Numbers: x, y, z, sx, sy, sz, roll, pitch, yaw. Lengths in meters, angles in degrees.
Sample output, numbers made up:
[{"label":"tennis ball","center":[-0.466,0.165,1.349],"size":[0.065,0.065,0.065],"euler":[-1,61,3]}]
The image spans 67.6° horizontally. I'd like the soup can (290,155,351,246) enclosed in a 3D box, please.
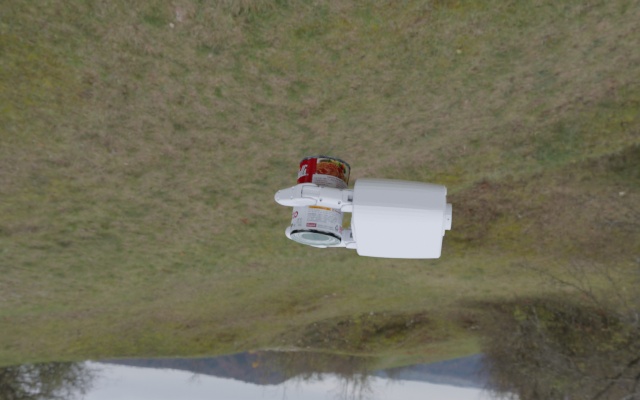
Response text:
[{"label":"soup can","center":[0.000,0.002,0.615],"size":[0.068,0.102,0.068],"euler":[7,-19,2]}]
